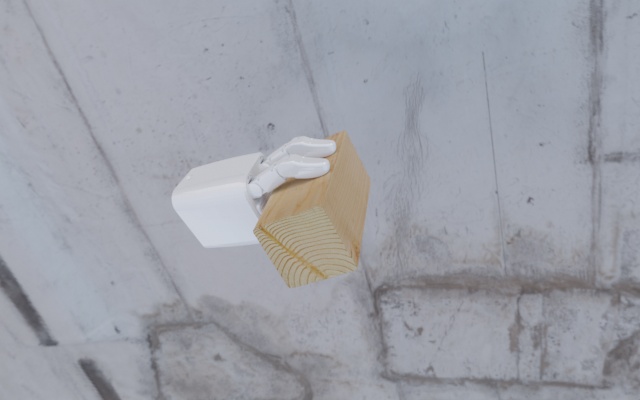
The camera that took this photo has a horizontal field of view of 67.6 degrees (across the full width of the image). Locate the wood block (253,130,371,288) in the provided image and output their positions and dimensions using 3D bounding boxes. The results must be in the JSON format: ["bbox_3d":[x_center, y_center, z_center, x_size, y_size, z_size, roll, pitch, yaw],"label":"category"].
[{"bbox_3d":[0.000,0.002,0.604,0.090,0.091,0.206,-19,25,21],"label":"wood block"}]
